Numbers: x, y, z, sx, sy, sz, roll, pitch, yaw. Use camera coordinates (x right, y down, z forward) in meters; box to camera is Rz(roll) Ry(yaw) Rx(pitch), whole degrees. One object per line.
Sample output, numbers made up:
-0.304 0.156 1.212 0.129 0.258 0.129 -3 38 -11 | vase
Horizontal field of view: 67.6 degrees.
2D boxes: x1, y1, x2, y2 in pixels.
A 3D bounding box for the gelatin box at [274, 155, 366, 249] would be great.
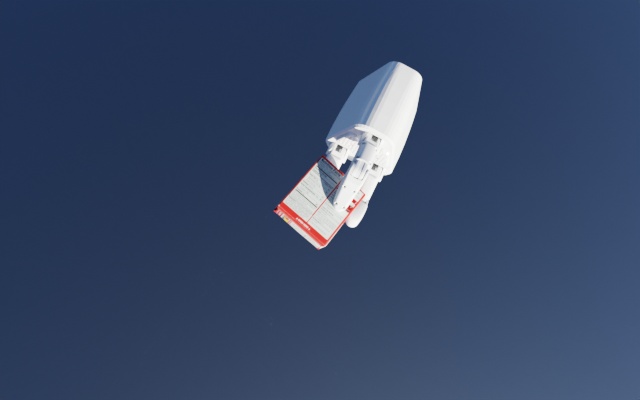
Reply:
0.000 0.002 0.575 0.073 0.089 0.030 41 -22 -4 | gelatin box
